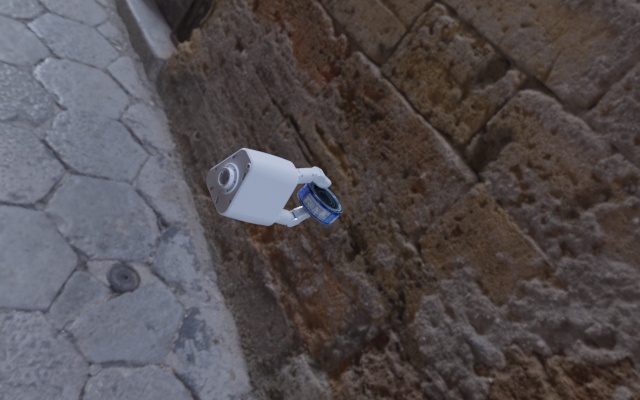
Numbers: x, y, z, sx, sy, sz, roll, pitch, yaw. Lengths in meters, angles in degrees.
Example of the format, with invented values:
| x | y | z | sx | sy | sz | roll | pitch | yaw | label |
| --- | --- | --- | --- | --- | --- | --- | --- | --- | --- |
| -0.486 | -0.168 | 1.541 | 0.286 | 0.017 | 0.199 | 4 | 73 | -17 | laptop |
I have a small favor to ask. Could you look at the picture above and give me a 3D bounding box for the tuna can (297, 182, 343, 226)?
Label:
| x | y | z | sx | sy | sz | roll | pitch | yaw | label |
| --- | --- | --- | --- | --- | --- | --- | --- | --- | --- |
| 0.001 | 0.002 | 0.871 | 0.034 | 0.086 | 0.086 | -45 | -19 | 20 | tuna can |
